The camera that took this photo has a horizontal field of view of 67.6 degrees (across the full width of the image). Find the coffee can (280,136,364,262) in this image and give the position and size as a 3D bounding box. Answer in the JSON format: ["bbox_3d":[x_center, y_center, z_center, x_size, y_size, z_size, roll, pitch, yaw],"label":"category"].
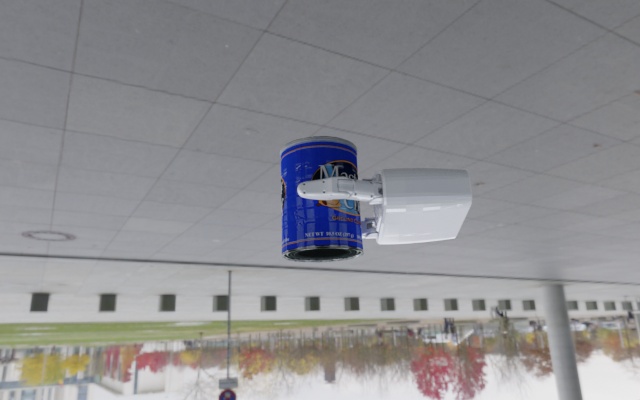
[{"bbox_3d":[0.000,0.002,0.614,0.103,0.140,0.103,-2,-16,-1],"label":"coffee can"}]
